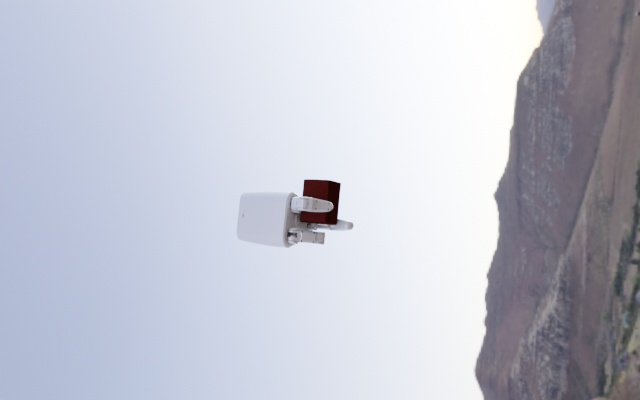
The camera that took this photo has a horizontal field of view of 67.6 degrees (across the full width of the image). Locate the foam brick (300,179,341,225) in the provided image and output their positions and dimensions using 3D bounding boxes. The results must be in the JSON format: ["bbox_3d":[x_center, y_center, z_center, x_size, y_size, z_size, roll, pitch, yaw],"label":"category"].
[{"bbox_3d":[0.000,0.003,0.848,0.051,0.078,0.053,4,-5,27],"label":"foam brick"}]
